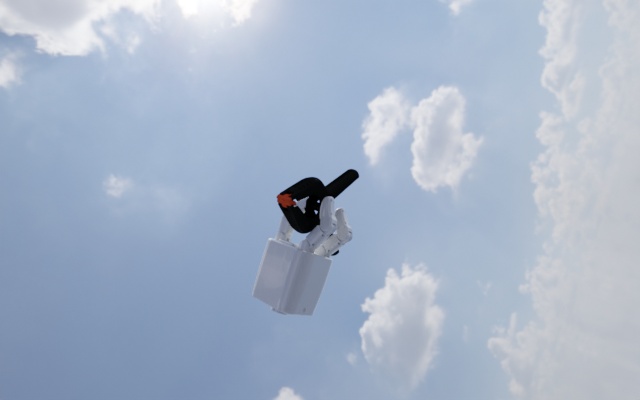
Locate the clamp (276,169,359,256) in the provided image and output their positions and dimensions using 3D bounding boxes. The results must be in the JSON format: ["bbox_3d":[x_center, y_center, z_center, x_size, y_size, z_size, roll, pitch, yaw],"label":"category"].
[{"bbox_3d":[-0.001,0.003,0.815,0.036,0.164,0.210,14,-6,32],"label":"clamp"}]
